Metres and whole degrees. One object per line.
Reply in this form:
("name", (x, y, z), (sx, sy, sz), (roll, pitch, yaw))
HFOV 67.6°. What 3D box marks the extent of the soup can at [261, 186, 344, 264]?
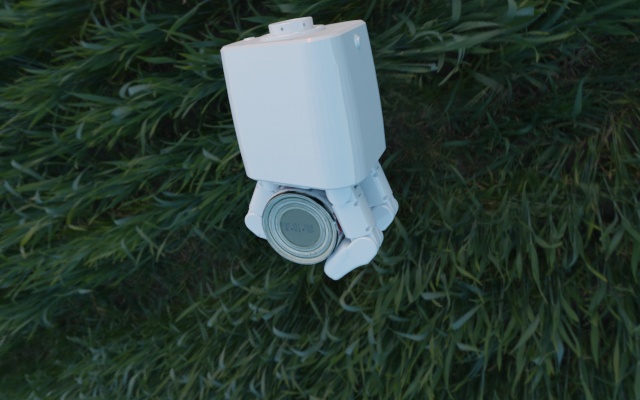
("soup can", (0.000, 0.002, 0.420), (0.068, 0.068, 0.102), (0, 26, 23))
